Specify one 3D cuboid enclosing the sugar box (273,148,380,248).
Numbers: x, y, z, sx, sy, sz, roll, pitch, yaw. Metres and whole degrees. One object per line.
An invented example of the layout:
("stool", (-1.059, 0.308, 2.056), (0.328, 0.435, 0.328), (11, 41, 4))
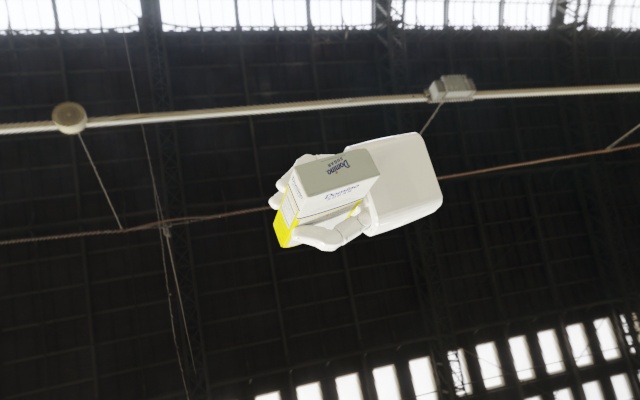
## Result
("sugar box", (0.000, 0.001, 0.594), (0.093, 0.048, 0.176), (-17, -21, -21))
